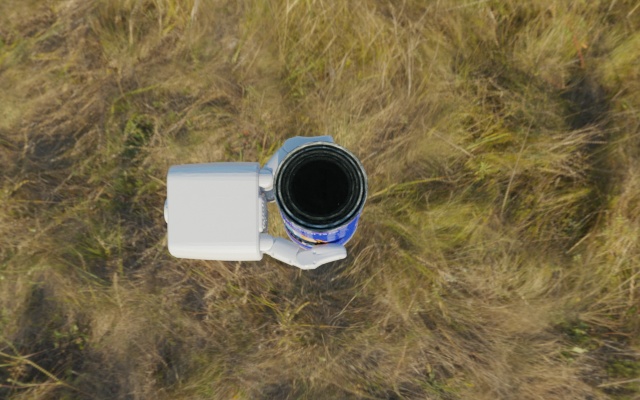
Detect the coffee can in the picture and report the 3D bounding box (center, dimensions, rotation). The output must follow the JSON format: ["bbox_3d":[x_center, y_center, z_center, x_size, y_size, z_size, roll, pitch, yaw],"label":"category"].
[{"bbox_3d":[0.000,0.002,0.576,0.103,0.102,0.140,0,-15,0],"label":"coffee can"}]
